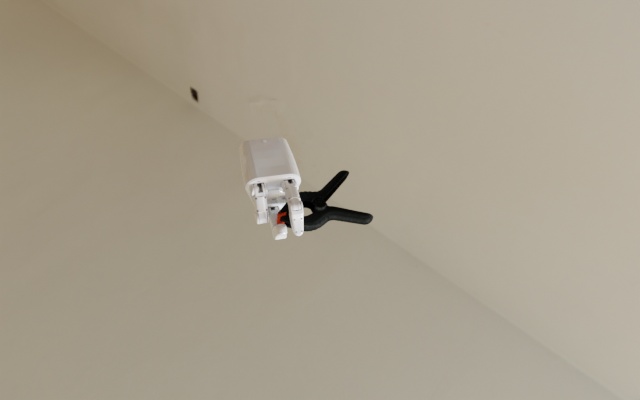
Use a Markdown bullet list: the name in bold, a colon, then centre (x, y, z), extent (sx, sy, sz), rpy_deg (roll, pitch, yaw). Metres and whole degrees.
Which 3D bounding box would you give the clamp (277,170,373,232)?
- **clamp**: centre (0.000, 0.003, 0.872), extent (0.171, 0.120, 0.039), rpy_deg (-8, -39, -13)
